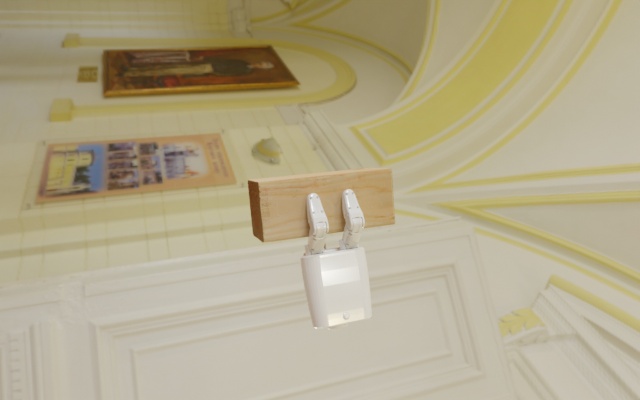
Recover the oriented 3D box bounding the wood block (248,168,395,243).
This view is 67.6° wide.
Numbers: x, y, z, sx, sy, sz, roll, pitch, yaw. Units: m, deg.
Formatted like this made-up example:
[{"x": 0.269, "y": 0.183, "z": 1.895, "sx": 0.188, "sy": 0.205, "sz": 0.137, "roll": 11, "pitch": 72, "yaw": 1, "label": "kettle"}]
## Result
[{"x": 0.000, "y": 0.003, "z": 0.738, "sx": 0.206, "sy": 0.090, "sz": 0.091, "roll": -7, "pitch": 6, "yaw": -18, "label": "wood block"}]
